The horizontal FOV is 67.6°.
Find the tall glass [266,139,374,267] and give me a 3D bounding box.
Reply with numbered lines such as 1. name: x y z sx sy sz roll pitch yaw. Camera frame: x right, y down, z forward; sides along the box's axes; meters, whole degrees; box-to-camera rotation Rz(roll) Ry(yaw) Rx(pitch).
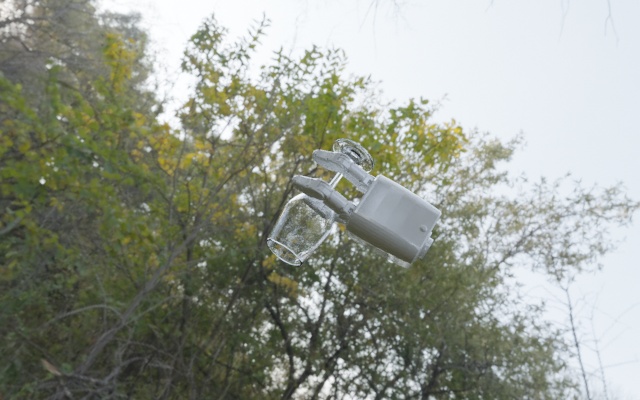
1. tall glass: 0.000 0.002 0.723 0.079 0.201 0.079 29 -25 15
